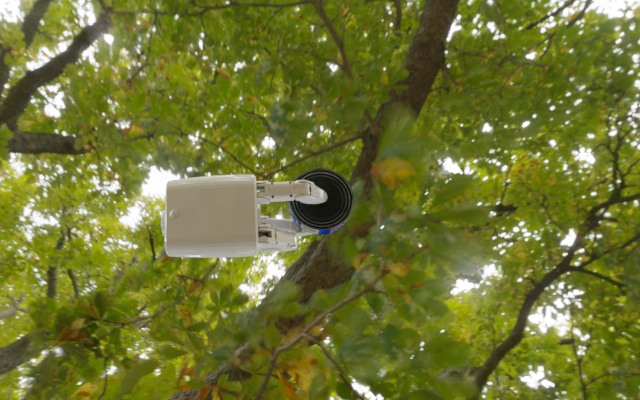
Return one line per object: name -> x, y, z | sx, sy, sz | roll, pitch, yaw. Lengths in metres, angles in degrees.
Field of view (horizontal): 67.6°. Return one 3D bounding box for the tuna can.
tuna can -> 0.000, 0.002, 0.642 | 0.086, 0.086, 0.034 | 0, -18, -5
